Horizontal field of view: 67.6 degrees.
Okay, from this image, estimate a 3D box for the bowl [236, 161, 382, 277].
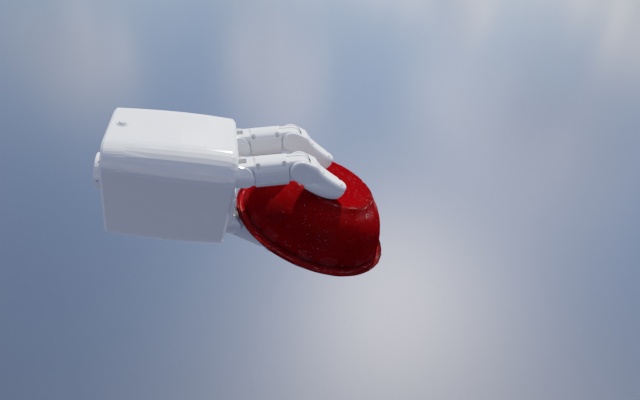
[{"bbox_3d":[0.001,0.001,0.483,0.162,0.055,0.162,20,28,-11],"label":"bowl"}]
